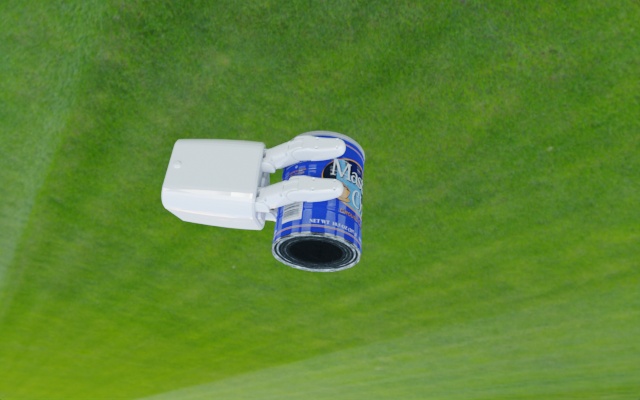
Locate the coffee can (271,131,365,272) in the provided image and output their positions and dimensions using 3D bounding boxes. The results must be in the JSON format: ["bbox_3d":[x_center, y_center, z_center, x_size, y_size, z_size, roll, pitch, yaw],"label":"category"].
[{"bbox_3d":[0.000,0.002,0.579,0.103,0.140,0.103,4,-30,2],"label":"coffee can"}]
